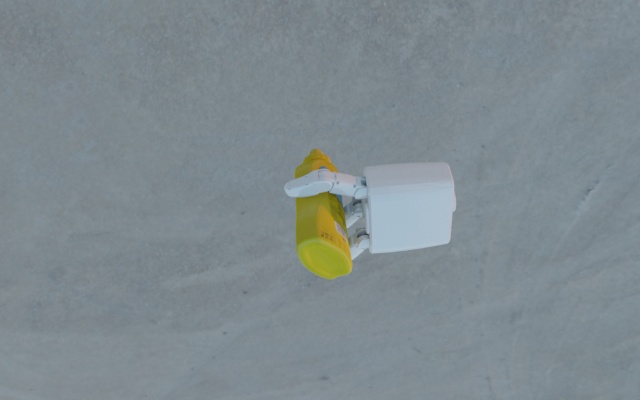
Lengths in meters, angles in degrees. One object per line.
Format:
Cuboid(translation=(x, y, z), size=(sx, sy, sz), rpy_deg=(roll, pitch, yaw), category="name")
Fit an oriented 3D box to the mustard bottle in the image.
Cuboid(translation=(0.000, 0.002, 0.642), size=(0.058, 0.191, 0.096), rpy_deg=(-22, -43, 19), category="mustard bottle")
